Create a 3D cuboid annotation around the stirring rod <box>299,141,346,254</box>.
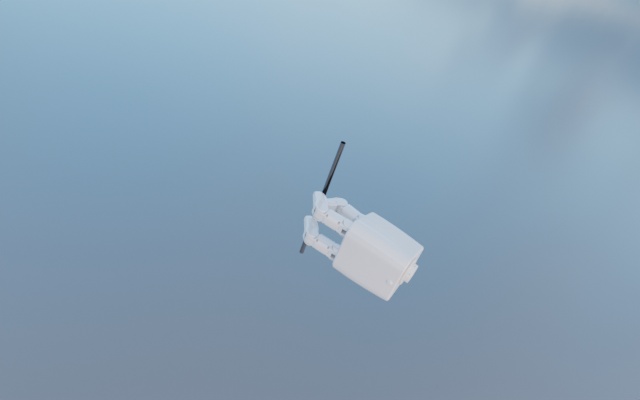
[{"bbox_3d":[0.000,0.003,0.805,0.011,0.240,0.011,14,36,-10],"label":"stirring rod"}]
